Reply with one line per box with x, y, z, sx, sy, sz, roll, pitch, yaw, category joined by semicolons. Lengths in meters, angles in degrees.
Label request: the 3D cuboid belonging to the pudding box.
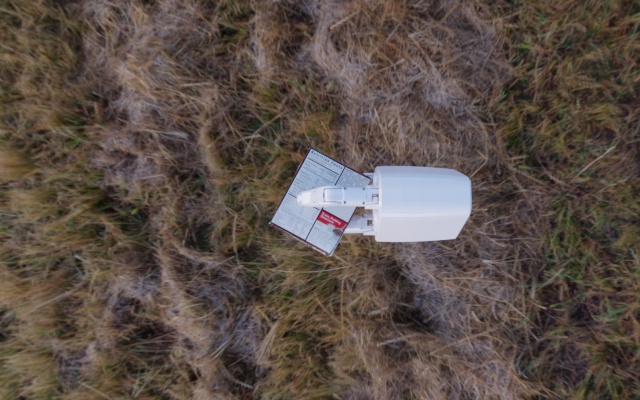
0.000;0.002;0.605;0.090;0.113;0.039;28;-6;4;pudding box
